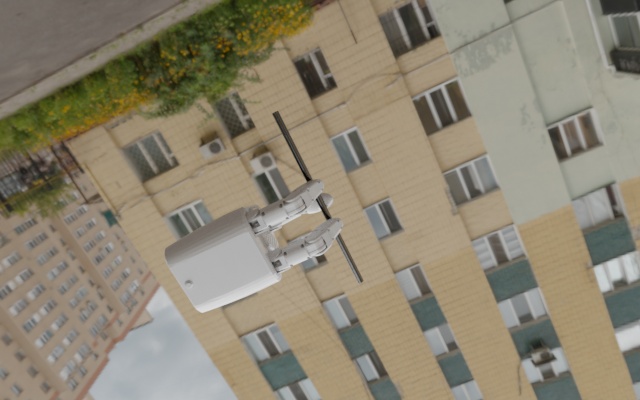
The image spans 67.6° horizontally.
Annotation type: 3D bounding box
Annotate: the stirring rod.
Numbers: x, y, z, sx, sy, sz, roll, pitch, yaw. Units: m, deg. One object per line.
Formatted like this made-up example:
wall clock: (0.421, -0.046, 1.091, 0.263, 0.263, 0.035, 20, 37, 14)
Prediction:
stirring rod: (0.000, 0.002, 0.581, 0.011, 0.239, 0.011, -24, 17, 8)
